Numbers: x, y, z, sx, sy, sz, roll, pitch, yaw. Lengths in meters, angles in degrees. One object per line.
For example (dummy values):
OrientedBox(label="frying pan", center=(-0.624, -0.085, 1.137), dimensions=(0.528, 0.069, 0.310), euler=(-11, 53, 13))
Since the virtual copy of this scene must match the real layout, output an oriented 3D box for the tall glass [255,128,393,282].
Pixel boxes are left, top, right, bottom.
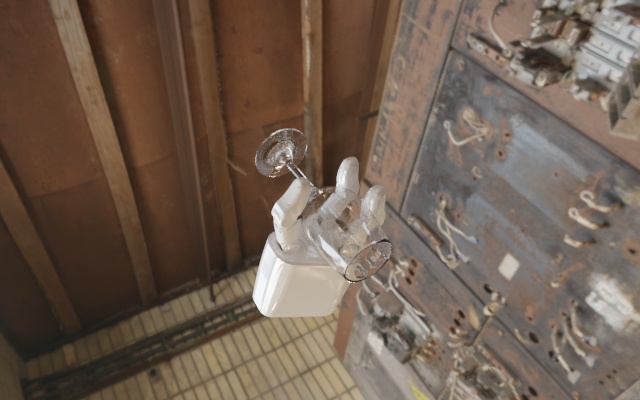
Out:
OrientedBox(label="tall glass", center=(0.000, 0.001, 0.556), dimensions=(0.079, 0.079, 0.201), euler=(0, 39, -41))
